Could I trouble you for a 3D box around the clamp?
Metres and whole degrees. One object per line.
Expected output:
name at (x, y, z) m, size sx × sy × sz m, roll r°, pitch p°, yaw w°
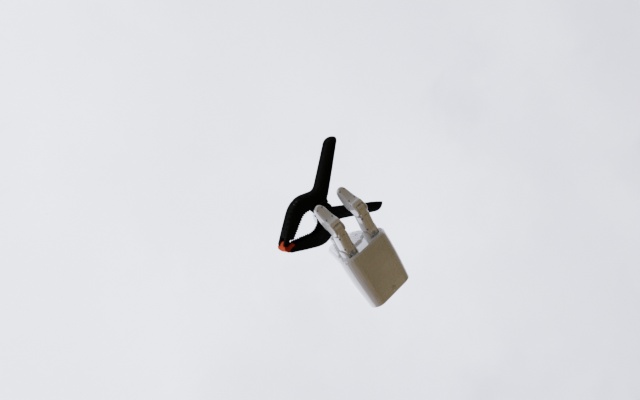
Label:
clamp at (-0.001, 0.003, 0.814) m, size 0.210 × 0.164 × 0.036 m, roll -40°, pitch 18°, yaw -25°
